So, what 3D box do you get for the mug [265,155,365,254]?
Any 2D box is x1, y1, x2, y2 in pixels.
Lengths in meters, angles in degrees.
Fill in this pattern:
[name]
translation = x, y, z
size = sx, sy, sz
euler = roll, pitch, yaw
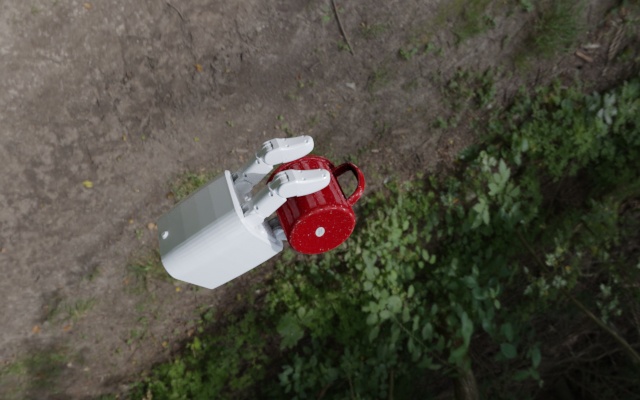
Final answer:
[mug]
translation = 0.001, 0.001, 0.555
size = 0.117, 0.081, 0.093
euler = -32, -41, 8
